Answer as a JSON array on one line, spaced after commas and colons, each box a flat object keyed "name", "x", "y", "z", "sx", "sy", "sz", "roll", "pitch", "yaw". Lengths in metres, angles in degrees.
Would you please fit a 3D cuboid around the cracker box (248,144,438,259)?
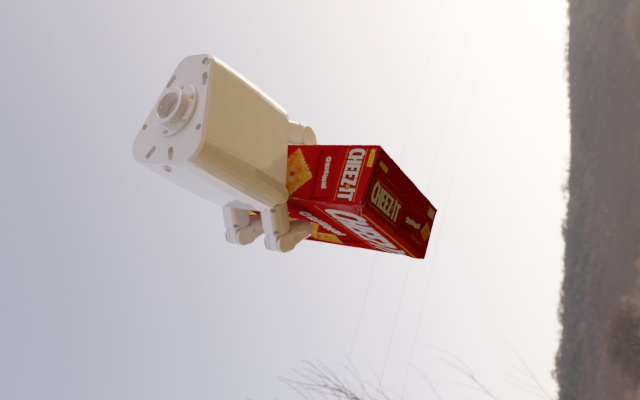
[{"name": "cracker box", "x": 0.000, "y": 0.002, "z": 0.543, "sx": 0.213, "sy": 0.072, "sz": 0.164, "roll": 6, "pitch": -18, "yaw": 36}]
